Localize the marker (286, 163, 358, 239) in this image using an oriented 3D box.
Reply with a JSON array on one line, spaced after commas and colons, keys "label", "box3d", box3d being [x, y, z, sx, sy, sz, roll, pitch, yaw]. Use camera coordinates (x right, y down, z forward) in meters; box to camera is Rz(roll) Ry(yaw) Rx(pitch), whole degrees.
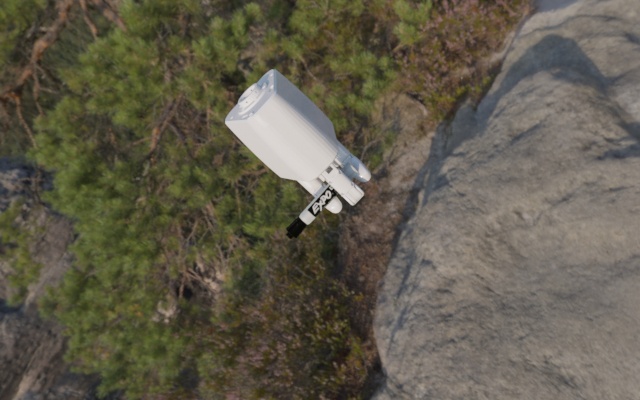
[{"label": "marker", "box3d": [0.000, 0.002, 0.604, 0.020, 0.121, 0.020, 43, 2, -2]}]
